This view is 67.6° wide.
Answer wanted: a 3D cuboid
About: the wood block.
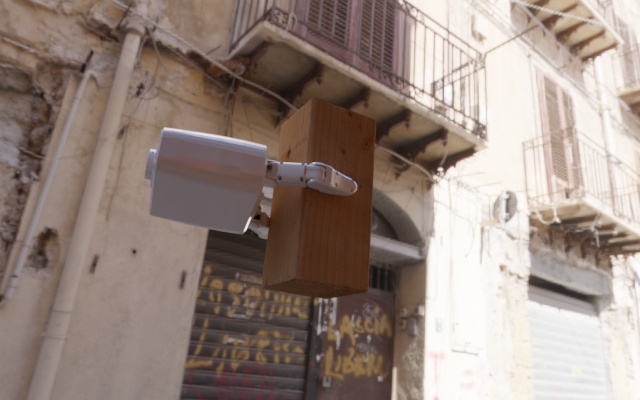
[{"bbox_3d":[0.000,0.002,0.554,0.090,0.206,0.091,15,-22,-26],"label":"wood block"}]
